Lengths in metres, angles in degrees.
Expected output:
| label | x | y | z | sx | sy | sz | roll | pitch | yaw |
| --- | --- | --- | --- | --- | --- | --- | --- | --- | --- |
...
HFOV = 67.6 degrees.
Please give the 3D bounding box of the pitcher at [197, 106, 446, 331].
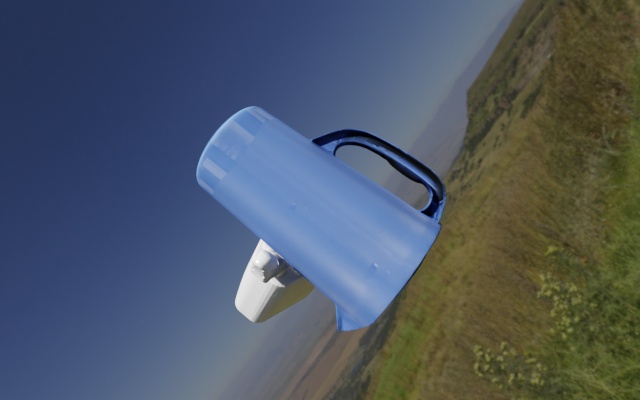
| label | x | y | z | sx | sy | sz | roll | pitch | yaw |
| --- | --- | --- | --- | --- | --- | --- | --- | --- | --- |
| pitcher | 0.000 | 0.002 | 0.504 | 0.243 | 0.145 | 0.149 | 37 | 47 | 8 |
